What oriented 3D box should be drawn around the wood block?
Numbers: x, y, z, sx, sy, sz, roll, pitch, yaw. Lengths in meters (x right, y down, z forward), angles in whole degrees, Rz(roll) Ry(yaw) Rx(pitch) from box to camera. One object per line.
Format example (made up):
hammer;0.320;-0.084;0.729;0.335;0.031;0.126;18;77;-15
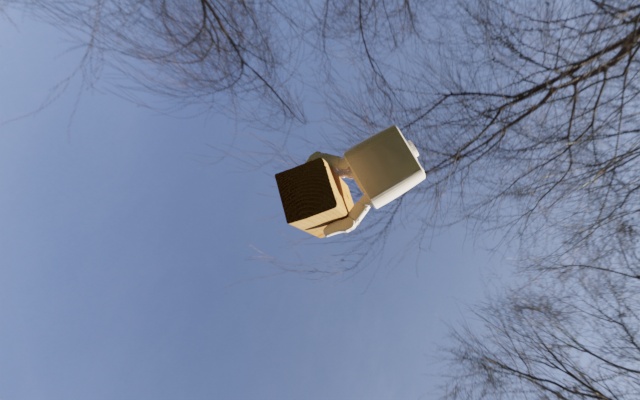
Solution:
wood block;0.001;0.003;0.871;0.090;0.090;0.206;-19;-15;10
